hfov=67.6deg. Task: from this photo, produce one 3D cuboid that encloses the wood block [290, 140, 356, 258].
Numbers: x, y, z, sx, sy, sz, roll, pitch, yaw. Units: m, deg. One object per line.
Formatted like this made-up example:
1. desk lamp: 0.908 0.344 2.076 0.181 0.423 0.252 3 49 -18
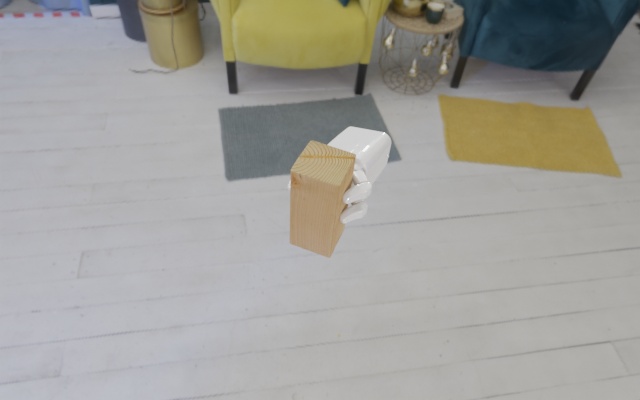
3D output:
1. wood block: 0.000 0.002 0.893 0.091 0.090 0.206 19 -40 13
